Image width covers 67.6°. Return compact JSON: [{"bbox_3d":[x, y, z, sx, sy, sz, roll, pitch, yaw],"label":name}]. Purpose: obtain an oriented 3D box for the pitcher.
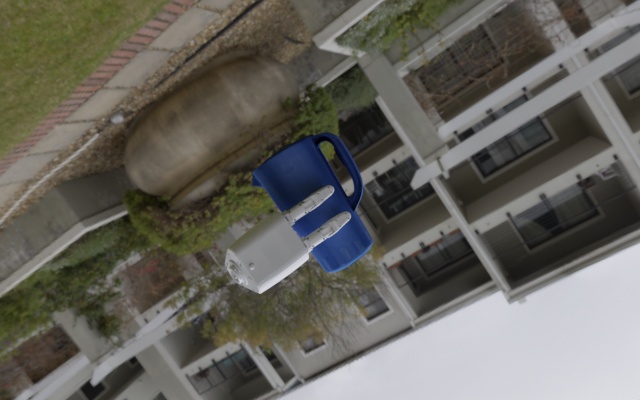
[{"bbox_3d":[0.000,0.003,0.885,0.145,0.243,0.149,-36,5,-29],"label":"pitcher"}]
